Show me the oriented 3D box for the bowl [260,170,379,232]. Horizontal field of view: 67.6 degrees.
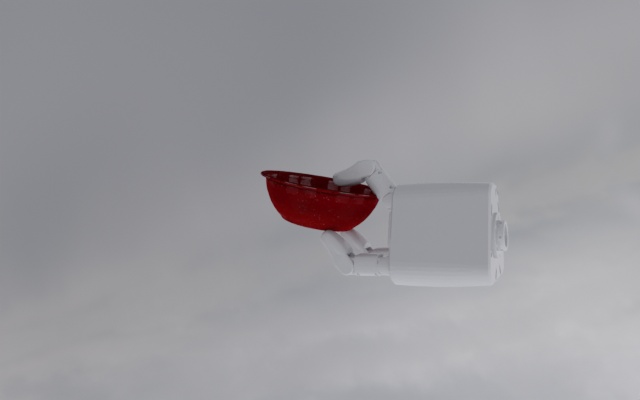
[{"bbox_3d":[-0.001,0.002,0.610,0.162,0.055,0.162,10,8,-1],"label":"bowl"}]
